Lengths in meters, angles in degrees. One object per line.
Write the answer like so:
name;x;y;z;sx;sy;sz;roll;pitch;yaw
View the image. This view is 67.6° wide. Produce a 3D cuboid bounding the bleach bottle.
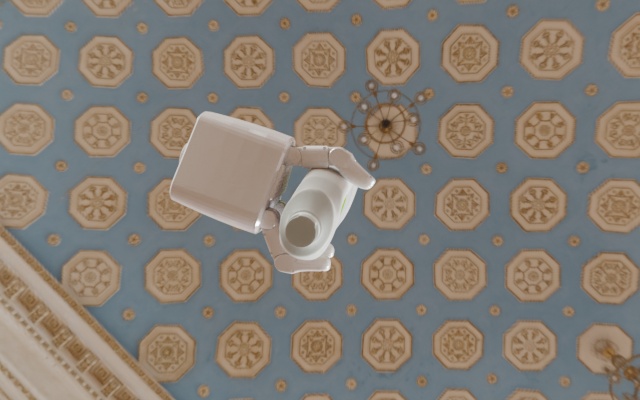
bleach bottle;0.000;0.002;0.538;0.068;0.102;0.251;20;10;4
